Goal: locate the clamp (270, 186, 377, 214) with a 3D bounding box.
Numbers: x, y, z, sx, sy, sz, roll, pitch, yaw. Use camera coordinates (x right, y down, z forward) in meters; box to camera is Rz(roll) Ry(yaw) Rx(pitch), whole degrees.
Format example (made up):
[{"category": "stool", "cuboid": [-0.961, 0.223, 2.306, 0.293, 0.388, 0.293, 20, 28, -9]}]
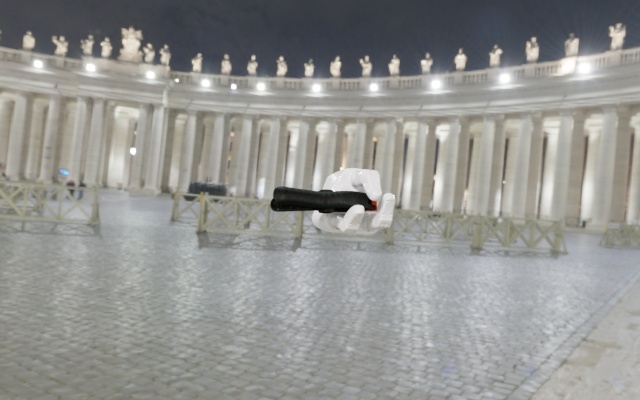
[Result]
[{"category": "clamp", "cuboid": [0.000, 0.002, 0.749, 0.171, 0.039, 0.120, 6, -4, -16]}]
